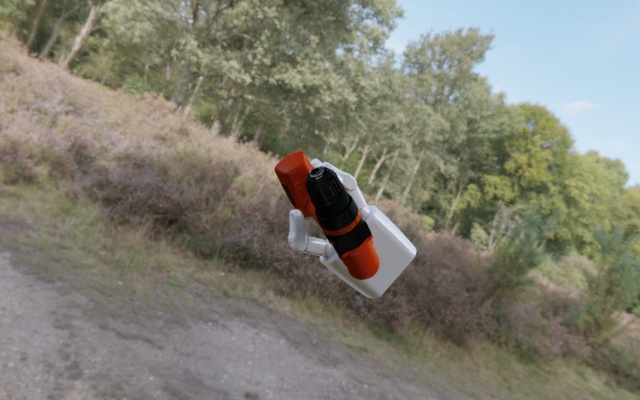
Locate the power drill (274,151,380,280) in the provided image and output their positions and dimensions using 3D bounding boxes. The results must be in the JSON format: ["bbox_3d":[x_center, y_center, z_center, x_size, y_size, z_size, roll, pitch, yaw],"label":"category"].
[{"bbox_3d":[0.000,0.002,0.651,0.057,0.184,0.187,-31,36,-7],"label":"power drill"}]
